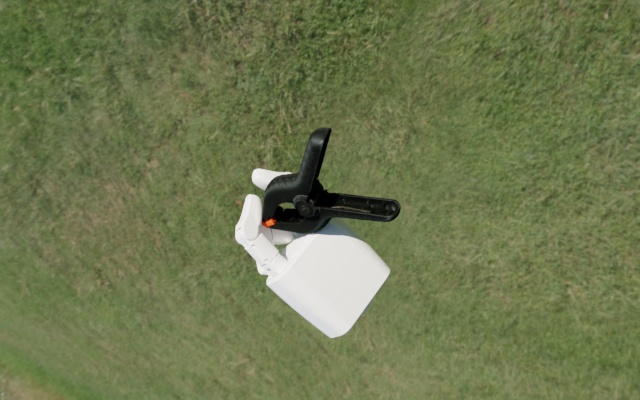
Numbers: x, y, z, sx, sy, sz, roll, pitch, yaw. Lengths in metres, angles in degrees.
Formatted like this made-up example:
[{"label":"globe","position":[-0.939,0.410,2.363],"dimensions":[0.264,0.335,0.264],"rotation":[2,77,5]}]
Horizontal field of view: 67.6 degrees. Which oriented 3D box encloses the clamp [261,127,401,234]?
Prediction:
[{"label":"clamp","position":[0.000,0.002,0.513],"dimensions":[0.171,0.120,0.039],"rotation":[-35,14,51]}]
